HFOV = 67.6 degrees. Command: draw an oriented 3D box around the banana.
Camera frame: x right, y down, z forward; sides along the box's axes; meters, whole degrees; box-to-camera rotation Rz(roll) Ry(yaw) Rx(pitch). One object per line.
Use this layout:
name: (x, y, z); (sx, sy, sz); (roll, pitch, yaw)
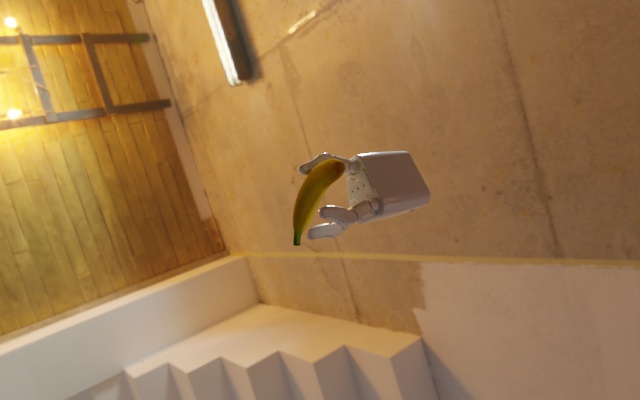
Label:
banana: (-0.006, -0.010, 0.741); (0.037, 0.069, 0.198); (-1, -38, -25)
